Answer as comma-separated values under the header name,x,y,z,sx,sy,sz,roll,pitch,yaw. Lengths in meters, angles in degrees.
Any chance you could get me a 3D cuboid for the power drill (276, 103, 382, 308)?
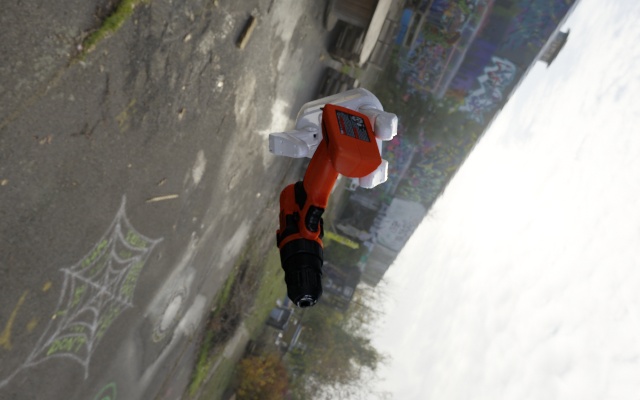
name,x,y,z,sx,sy,sz,roll,pitch,yaw
power drill,0.000,0.001,0.539,0.057,0.188,0.184,13,39,-21
